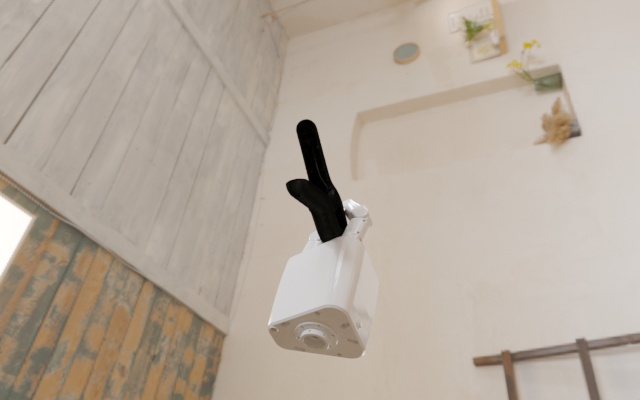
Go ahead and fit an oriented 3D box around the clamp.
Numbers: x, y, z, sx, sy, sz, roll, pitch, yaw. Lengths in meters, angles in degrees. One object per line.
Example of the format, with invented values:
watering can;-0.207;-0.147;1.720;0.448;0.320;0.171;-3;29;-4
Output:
clamp;0.000;0.002;0.569;0.039;0.172;0.120;-9;34;22
